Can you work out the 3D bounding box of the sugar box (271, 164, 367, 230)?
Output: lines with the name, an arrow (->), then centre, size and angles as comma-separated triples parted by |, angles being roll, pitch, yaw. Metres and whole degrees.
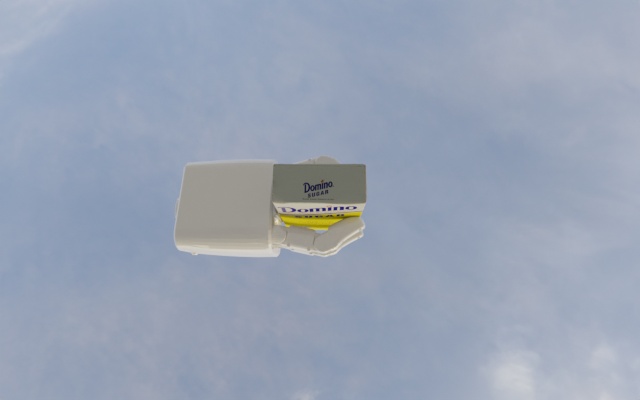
sugar box -> 0.000, 0.002, 0.540 | 0.093, 0.048, 0.176 | 0, -9, 2
